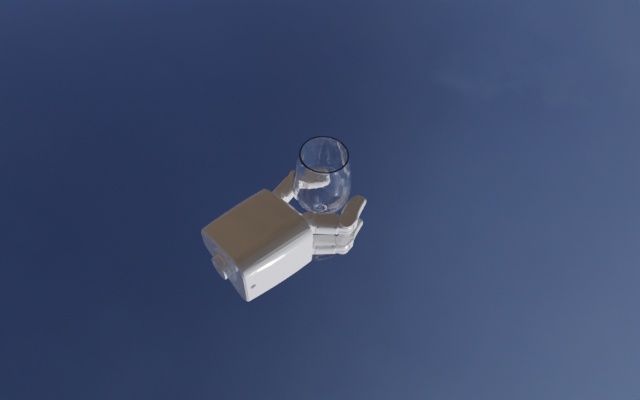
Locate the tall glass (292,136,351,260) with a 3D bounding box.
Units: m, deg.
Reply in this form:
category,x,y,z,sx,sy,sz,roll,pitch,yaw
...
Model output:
category,x,y,z,sx,sy,sz,roll,pitch,yaw
tall glass,0.000,0.002,0.664,0.079,0.079,0.201,0,-37,-3
